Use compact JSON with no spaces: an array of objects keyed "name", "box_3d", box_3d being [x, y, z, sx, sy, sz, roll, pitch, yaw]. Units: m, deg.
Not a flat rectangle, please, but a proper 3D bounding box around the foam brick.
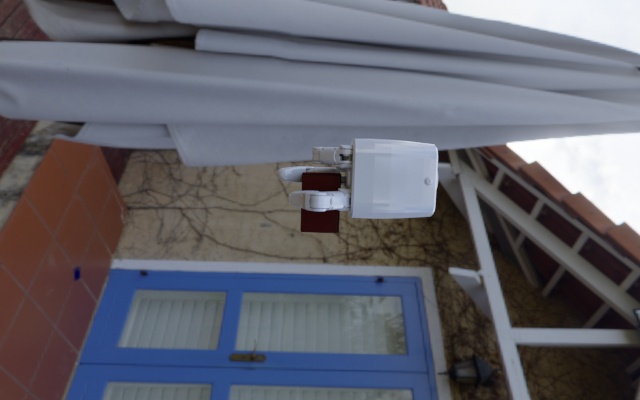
[{"name":"foam brick","box_3d":[0.000,0.002,0.632,0.051,0.078,0.053,2,6,-2]}]
